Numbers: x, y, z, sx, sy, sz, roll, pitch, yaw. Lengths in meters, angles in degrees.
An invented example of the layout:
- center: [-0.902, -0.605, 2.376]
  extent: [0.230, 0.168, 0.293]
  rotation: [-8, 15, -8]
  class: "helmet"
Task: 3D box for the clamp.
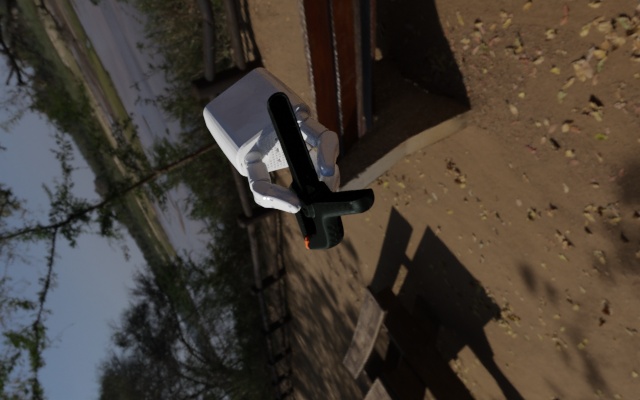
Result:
- center: [-0.001, 0.002, 0.534]
  extent: [0.036, 0.210, 0.164]
  rotation: [-29, 55, -19]
  class: "clamp"
